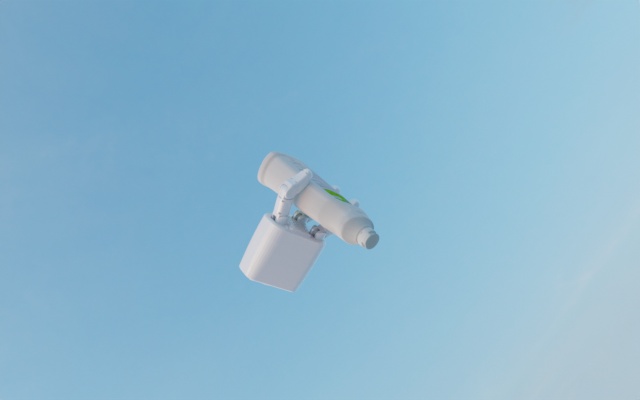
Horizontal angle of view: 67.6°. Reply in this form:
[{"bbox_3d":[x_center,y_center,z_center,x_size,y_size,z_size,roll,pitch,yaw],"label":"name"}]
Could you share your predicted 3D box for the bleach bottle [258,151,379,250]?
[{"bbox_3d":[0.000,0.003,0.798,0.102,0.068,0.250,15,17,-45],"label":"bleach bottle"}]
